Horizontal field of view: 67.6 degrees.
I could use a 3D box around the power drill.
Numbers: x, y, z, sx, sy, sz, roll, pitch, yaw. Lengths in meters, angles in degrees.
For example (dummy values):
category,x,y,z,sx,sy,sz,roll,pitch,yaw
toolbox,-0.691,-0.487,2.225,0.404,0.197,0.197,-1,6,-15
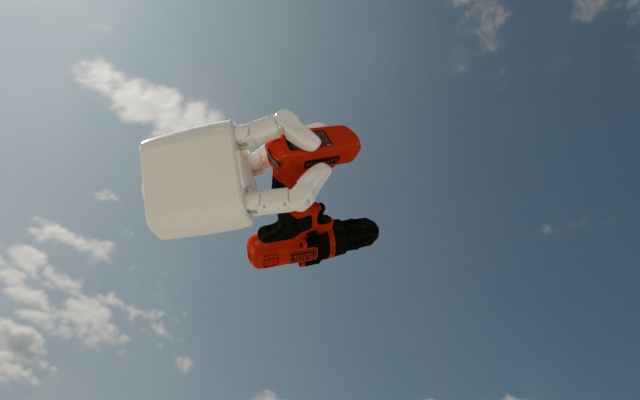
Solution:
category,x,y,z,sx,sy,sz,roll,pitch,yaw
power drill,0.000,0.002,0.595,0.184,0.188,0.057,-10,39,-20
